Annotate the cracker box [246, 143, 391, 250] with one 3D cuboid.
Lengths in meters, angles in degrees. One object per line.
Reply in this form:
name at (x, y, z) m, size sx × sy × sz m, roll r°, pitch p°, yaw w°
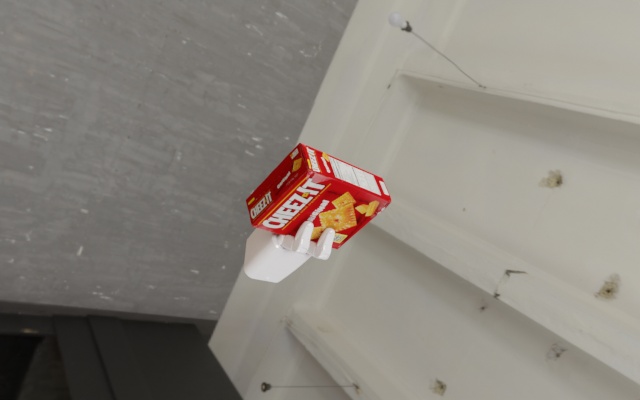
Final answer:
cracker box at (0.000, 0.003, 0.872) m, size 0.214 × 0.072 × 0.164 m, roll 19°, pitch -50°, yaw -40°
